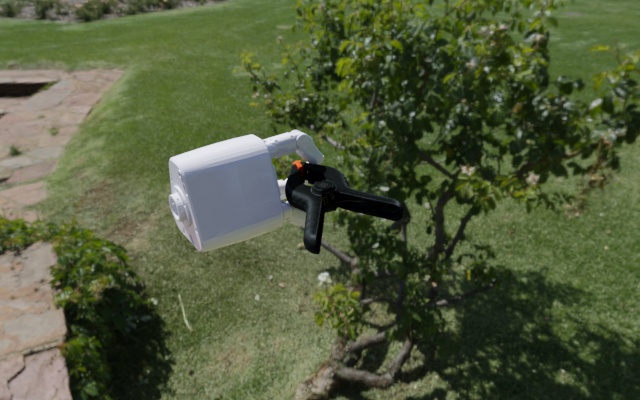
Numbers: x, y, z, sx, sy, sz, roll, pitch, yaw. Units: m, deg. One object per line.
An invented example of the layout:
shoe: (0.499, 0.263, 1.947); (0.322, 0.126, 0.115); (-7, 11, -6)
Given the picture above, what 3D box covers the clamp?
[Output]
clamp: (0.000, 0.001, 0.568); (0.120, 0.039, 0.171); (-21, 33, -29)
